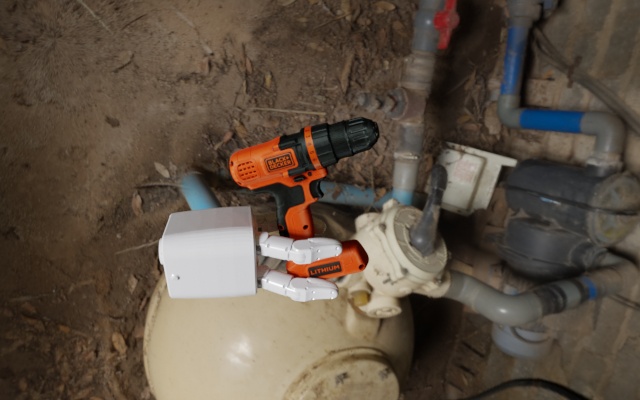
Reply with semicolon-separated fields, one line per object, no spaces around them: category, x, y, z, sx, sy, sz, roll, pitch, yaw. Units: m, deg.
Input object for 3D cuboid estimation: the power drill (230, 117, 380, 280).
power drill;0.000;0.002;0.590;0.184;0.188;0.057;-14;16;13
